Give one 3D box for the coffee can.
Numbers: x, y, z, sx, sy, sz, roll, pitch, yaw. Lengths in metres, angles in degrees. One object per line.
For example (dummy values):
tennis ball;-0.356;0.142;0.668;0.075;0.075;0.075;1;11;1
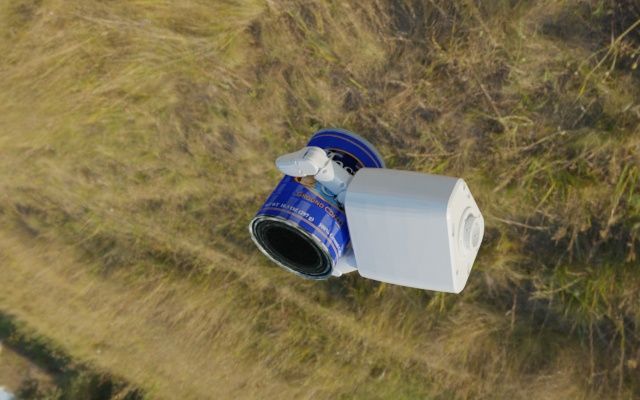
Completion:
coffee can;0.000;0.002;0.535;0.103;0.140;0.103;23;-34;16
